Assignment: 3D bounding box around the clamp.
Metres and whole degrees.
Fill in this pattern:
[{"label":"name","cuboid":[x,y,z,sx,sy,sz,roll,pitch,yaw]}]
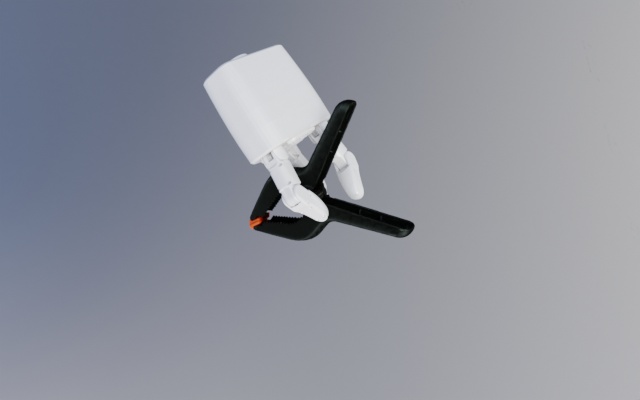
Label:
[{"label":"clamp","cuboid":[-0.001,0.002,0.572,0.210,0.164,0.036,-31,0,33]}]
